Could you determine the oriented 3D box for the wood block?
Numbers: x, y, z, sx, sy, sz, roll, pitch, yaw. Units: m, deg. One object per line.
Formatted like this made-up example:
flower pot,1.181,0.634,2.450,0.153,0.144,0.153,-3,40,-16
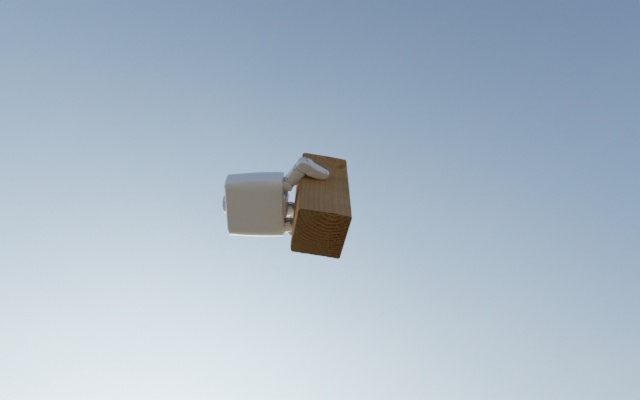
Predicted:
wood block,0.000,0.002,0.876,0.090,0.091,0.206,10,31,-6
